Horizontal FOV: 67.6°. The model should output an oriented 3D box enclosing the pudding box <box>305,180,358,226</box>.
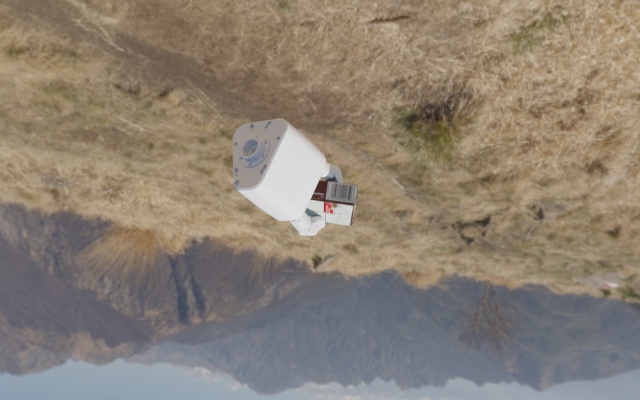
[{"bbox_3d":[0.000,0.003,0.760,0.113,0.039,0.090,9,-23,4],"label":"pudding box"}]
